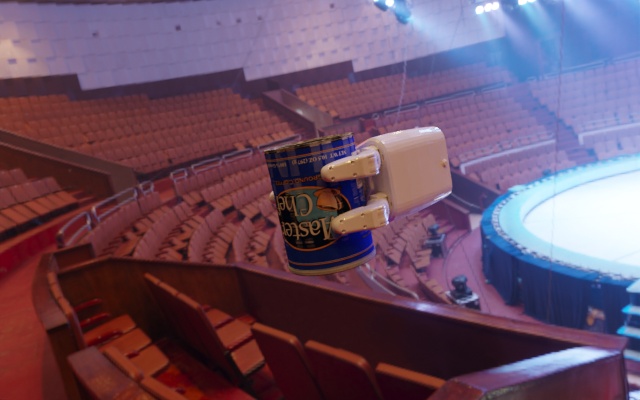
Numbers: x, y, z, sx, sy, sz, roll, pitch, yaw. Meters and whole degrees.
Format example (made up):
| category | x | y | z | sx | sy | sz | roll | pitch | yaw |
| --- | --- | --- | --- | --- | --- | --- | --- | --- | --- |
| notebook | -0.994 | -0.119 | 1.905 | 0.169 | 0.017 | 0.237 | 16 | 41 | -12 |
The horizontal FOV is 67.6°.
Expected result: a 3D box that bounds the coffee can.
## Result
| category | x | y | z | sx | sy | sz | roll | pitch | yaw |
| --- | --- | --- | --- | --- | --- | --- | --- | --- | --- |
| coffee can | 0.000 | 0.002 | 0.542 | 0.103 | 0.140 | 0.103 | -11 | 9 | 2 |
